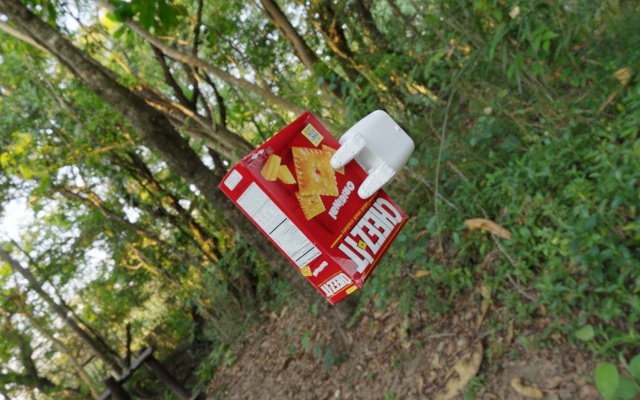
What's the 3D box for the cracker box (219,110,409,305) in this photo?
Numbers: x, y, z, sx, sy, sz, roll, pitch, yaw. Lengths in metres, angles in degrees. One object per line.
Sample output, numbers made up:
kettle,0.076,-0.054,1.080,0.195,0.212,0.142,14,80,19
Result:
cracker box,0.000,0.002,0.637,0.072,0.214,0.164,-42,2,45
